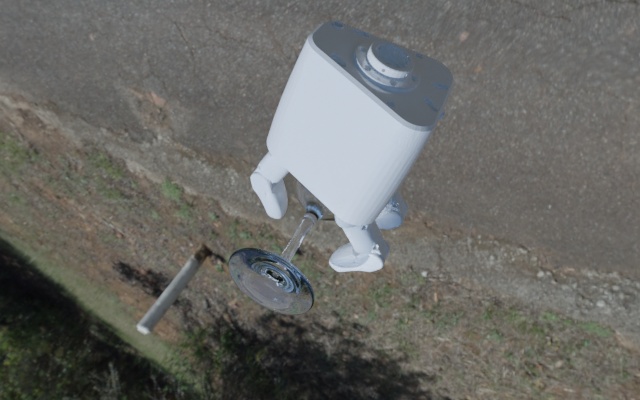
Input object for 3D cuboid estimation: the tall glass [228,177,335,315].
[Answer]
[{"bbox_3d":[0.000,0.002,0.435,0.079,0.079,0.201,0,39,30],"label":"tall glass"}]
